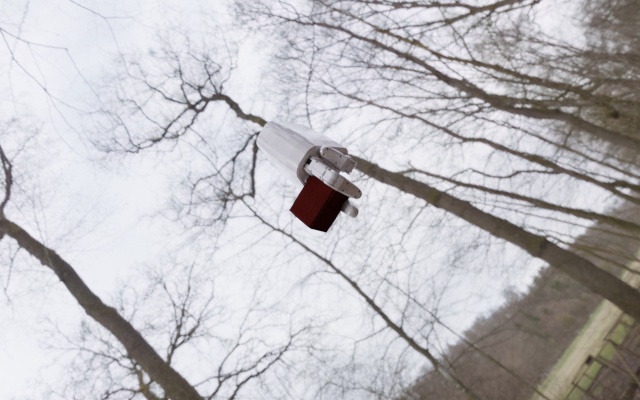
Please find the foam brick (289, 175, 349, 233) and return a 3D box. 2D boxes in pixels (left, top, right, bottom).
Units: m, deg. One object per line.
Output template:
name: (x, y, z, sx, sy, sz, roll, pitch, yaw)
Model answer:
foam brick: (0.000, 0.003, 0.736, 0.051, 0.078, 0.053, 36, 6, 31)
